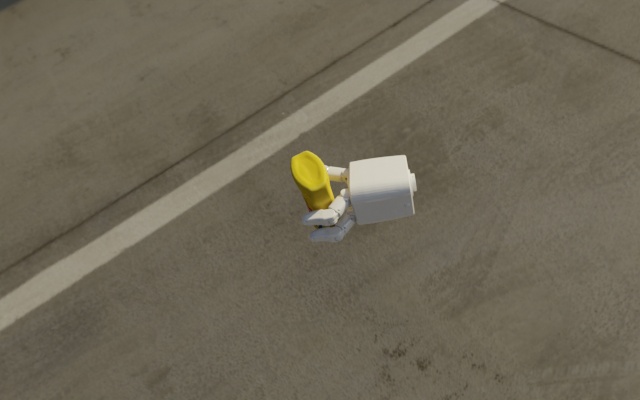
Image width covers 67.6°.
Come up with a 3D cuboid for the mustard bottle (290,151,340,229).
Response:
[{"bbox_3d":[0.000,0.003,0.883,0.058,0.096,0.192,-28,-39,-5],"label":"mustard bottle"}]
